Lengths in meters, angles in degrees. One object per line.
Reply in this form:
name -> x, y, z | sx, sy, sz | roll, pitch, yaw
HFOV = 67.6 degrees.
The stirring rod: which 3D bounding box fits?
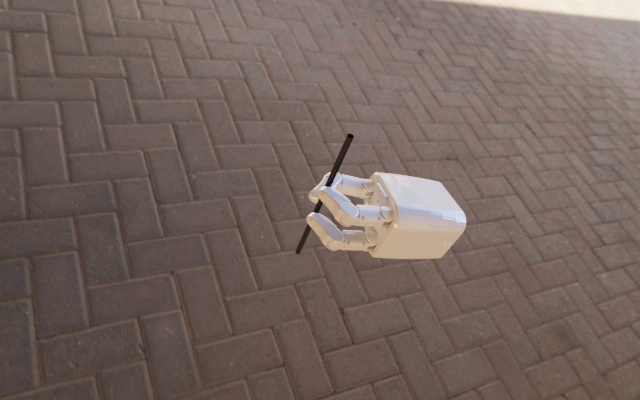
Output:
stirring rod -> 0.000, 0.002, 0.631 | 0.011, 0.011, 0.240 | 0, -39, -21
